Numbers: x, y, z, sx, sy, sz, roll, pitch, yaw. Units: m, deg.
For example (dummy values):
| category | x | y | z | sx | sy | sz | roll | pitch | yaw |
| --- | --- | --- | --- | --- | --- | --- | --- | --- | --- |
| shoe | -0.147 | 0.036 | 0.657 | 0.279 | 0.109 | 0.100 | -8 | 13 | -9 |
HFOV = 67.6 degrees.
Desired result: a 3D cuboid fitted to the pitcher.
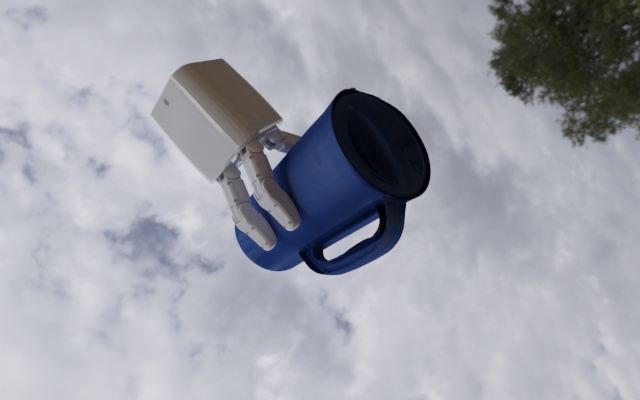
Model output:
| category | x | y | z | sx | sy | sz | roll | pitch | yaw |
| --- | --- | --- | --- | --- | --- | --- | --- | --- | --- |
| pitcher | 0.000 | 0.002 | 0.554 | 0.243 | 0.145 | 0.149 | -39 | 8 | 43 |
